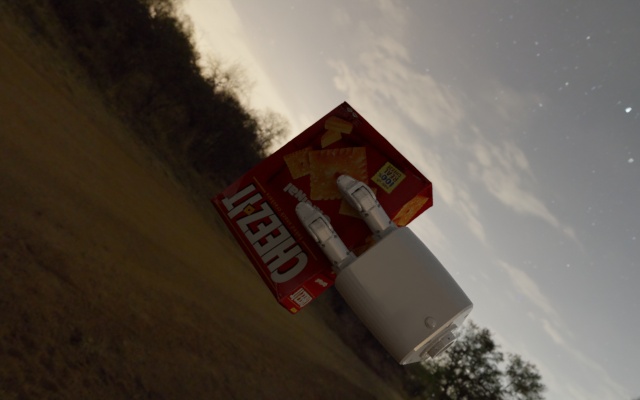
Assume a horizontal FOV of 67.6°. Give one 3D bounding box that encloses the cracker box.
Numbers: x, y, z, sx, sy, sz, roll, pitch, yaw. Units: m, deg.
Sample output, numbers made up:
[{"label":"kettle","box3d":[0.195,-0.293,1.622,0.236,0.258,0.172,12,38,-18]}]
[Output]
[{"label":"cracker box","box3d":[0.000,0.002,0.573,0.213,0.164,0.072,-37,-28,-5]}]
